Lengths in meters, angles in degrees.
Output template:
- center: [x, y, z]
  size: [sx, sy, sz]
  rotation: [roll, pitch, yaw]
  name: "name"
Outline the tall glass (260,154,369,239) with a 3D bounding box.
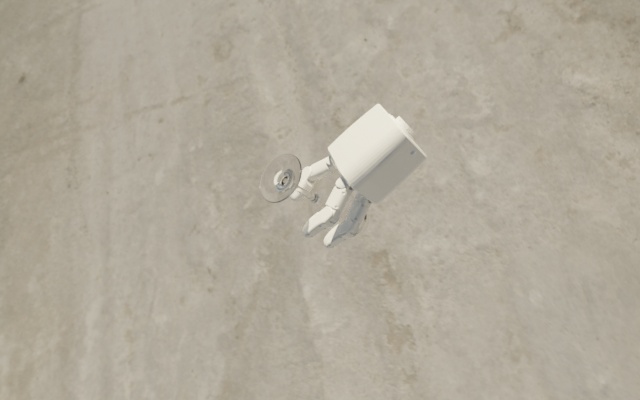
- center: [0.000, 0.002, 0.739]
  size: [0.079, 0.079, 0.201]
  rotation: [0, -20, 37]
  name: "tall glass"
